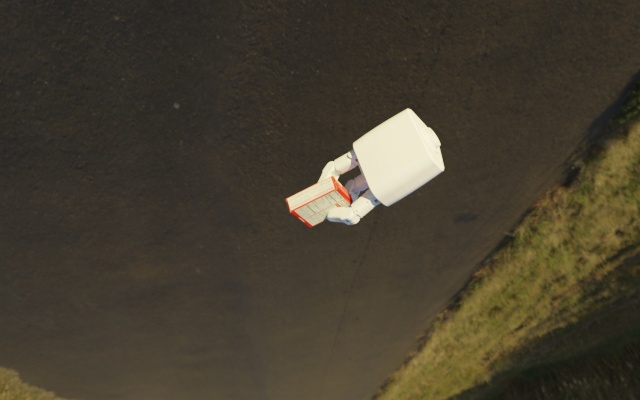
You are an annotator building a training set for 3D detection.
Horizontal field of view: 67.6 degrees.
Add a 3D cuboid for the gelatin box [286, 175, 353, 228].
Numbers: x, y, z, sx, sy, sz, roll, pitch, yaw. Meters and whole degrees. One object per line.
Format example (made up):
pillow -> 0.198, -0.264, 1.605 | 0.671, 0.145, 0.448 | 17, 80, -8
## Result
gelatin box -> 0.000, 0.003, 0.781 | 0.089, 0.030, 0.073 | -27, -32, 13
